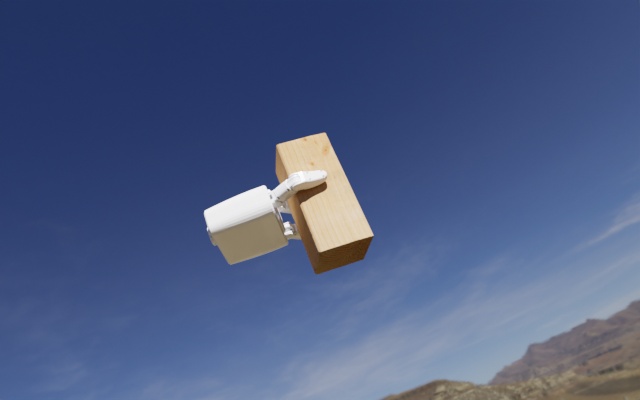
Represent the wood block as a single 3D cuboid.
[{"bbox_3d":[0.000,0.002,0.787,0.090,0.206,0.091,-16,-27,-15],"label":"wood block"}]
